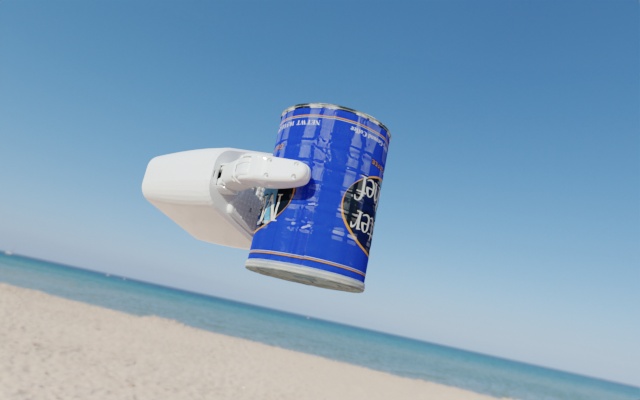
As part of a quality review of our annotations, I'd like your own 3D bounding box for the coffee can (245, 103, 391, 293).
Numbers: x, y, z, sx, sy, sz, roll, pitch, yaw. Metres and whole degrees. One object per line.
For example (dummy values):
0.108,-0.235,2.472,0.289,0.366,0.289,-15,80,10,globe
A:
0.000,0.001,0.419,0.103,0.140,0.103,11,-14,3,coffee can
